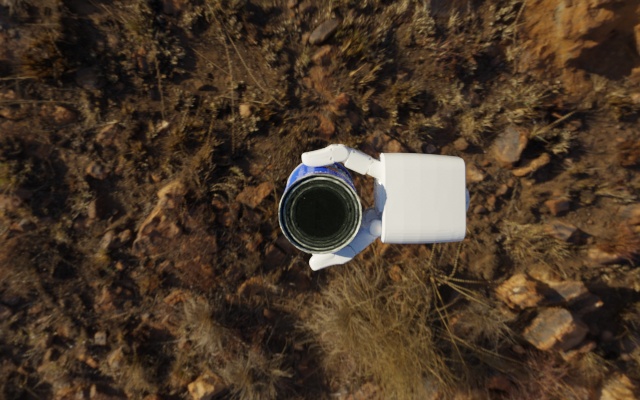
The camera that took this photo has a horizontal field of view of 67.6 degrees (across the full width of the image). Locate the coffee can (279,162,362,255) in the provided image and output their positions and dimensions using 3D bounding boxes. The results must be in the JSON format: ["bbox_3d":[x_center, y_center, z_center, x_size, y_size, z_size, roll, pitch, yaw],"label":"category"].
[{"bbox_3d":[0.000,0.002,0.646,0.103,0.103,0.140,0,13,0],"label":"coffee can"}]
